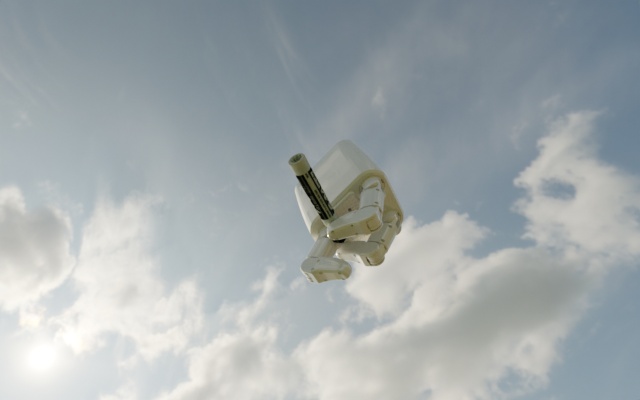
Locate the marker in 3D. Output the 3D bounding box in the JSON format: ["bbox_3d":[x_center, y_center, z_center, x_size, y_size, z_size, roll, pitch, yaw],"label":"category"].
[{"bbox_3d":[0.000,0.002,0.514,0.020,0.121,0.020,-20,34,14],"label":"marker"}]
